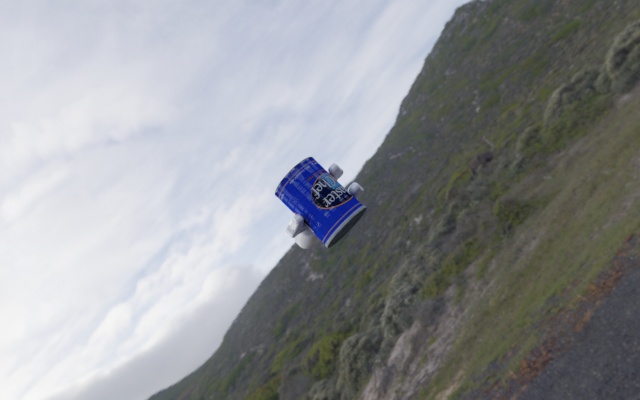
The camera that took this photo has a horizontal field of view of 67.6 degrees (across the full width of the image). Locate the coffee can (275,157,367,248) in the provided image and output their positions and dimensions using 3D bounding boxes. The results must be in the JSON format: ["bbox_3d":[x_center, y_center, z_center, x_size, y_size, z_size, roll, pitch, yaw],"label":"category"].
[{"bbox_3d":[0.000,0.003,0.884,0.140,0.103,0.103,44,11,11],"label":"coffee can"}]
